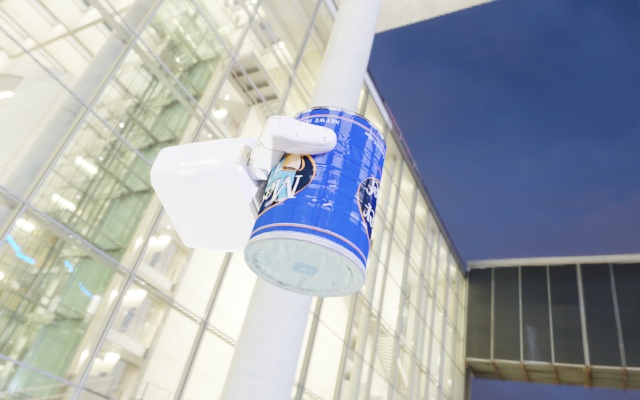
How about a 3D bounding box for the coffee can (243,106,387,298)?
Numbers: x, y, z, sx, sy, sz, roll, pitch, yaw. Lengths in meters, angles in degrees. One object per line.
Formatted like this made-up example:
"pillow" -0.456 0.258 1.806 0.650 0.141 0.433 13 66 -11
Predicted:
"coffee can" 0.000 0.001 0.429 0.103 0.140 0.103 10 -33 7
